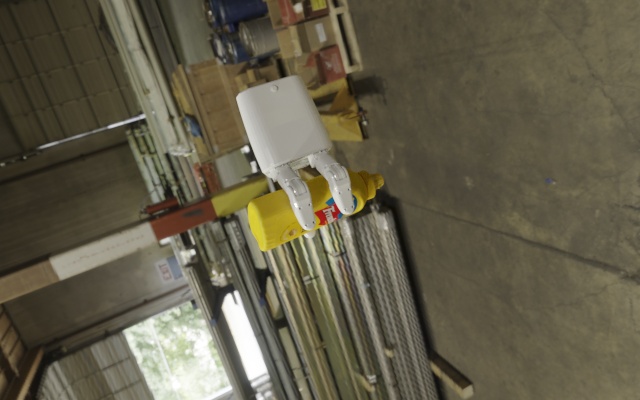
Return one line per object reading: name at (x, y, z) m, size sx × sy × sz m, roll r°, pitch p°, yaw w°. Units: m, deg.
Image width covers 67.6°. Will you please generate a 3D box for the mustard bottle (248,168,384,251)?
mustard bottle at (0.000, 0.003, 0.645) m, size 0.191 × 0.058 × 0.096 m, roll -22°, pitch -27°, yaw -18°
